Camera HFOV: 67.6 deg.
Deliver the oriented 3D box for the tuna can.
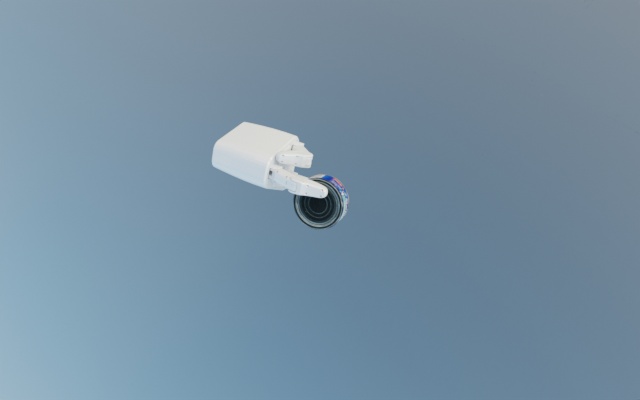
[{"bbox_3d":[0.000,0.003,0.760,0.086,0.086,0.033,0,13,19],"label":"tuna can"}]
